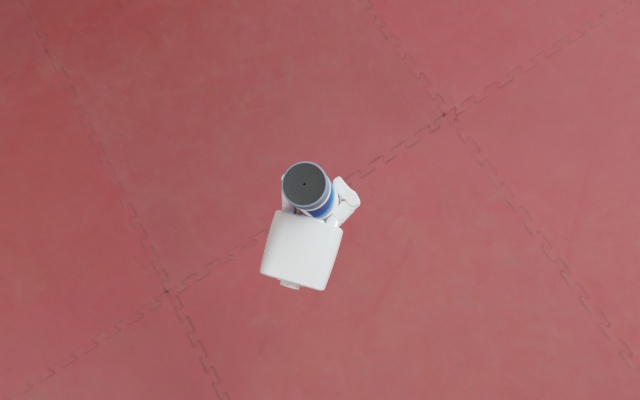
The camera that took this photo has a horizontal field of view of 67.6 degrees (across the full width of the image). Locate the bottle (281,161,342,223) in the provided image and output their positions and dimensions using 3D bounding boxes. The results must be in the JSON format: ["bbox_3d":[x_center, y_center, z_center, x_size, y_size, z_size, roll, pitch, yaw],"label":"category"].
[{"bbox_3d":[0.000,0.003,0.816,0.069,0.069,0.296,0,-10,9],"label":"bottle"}]
